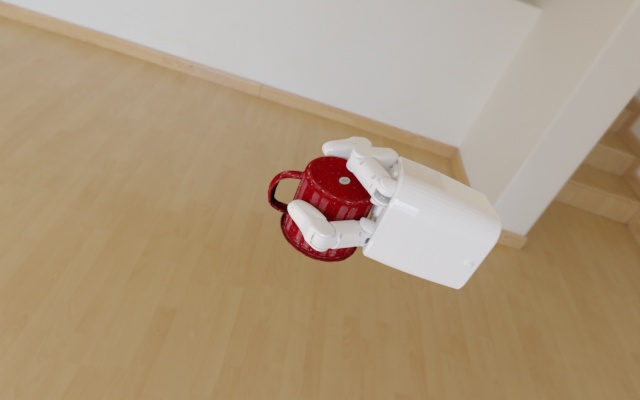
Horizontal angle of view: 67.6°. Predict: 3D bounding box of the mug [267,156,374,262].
[{"bbox_3d":[-0.001,0.001,0.520,0.117,0.081,0.093,21,37,-3],"label":"mug"}]
